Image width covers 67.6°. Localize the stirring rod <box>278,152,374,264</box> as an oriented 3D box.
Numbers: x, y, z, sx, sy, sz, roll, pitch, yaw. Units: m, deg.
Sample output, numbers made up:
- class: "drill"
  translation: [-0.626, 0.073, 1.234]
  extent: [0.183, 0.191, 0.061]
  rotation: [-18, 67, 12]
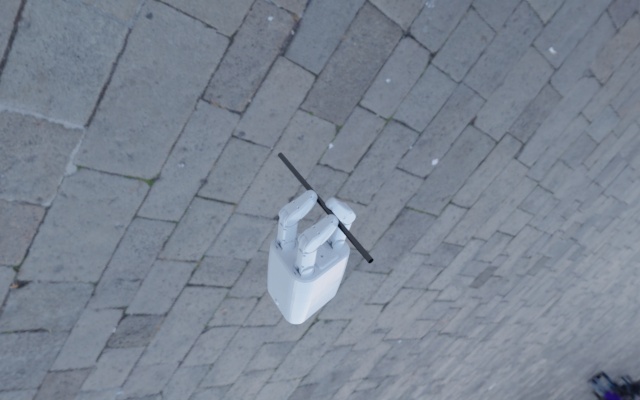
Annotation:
- class: "stirring rod"
  translation: [0.000, 0.002, 0.662]
  extent: [0.011, 0.011, 0.239]
  rotation: [0, 37, -41]
